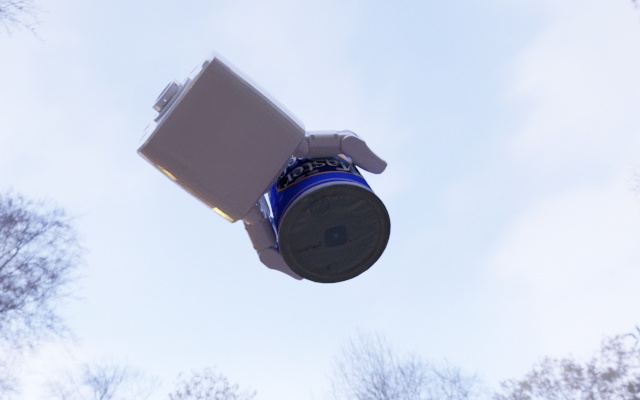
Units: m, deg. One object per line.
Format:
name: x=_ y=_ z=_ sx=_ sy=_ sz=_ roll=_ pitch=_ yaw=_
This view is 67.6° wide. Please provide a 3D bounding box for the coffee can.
coffee can: x=0.000 y=0.002 z=0.483 sx=0.103 sy=0.103 sz=0.140 roll=0 pitch=26 yaw=-13
